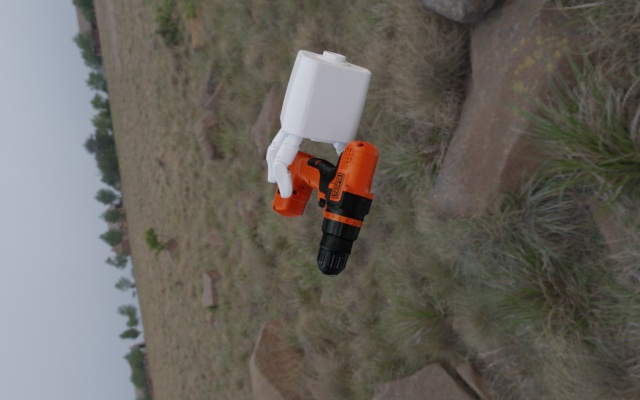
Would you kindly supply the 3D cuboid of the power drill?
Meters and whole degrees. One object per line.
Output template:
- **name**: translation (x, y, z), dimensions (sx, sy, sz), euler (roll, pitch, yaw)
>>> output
- **power drill**: translation (0.000, 0.002, 0.694), dimensions (0.057, 0.184, 0.187), euler (18, -1, -34)
